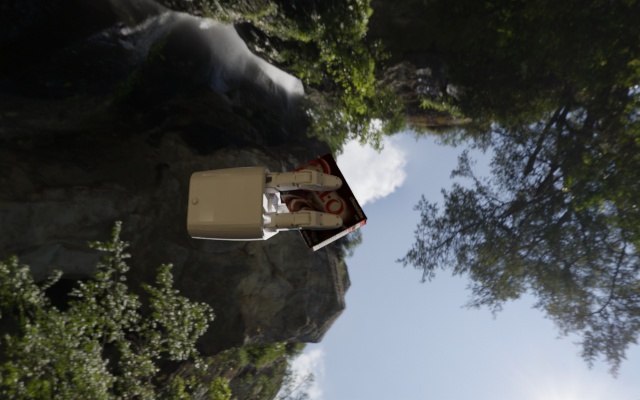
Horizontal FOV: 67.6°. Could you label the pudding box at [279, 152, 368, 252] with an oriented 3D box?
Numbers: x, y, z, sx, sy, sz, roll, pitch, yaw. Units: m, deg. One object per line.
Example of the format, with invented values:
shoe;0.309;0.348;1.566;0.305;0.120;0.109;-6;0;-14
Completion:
pudding box;0.000;0.002;0.665;0.090;0.113;0.039;-28;-15;-3
